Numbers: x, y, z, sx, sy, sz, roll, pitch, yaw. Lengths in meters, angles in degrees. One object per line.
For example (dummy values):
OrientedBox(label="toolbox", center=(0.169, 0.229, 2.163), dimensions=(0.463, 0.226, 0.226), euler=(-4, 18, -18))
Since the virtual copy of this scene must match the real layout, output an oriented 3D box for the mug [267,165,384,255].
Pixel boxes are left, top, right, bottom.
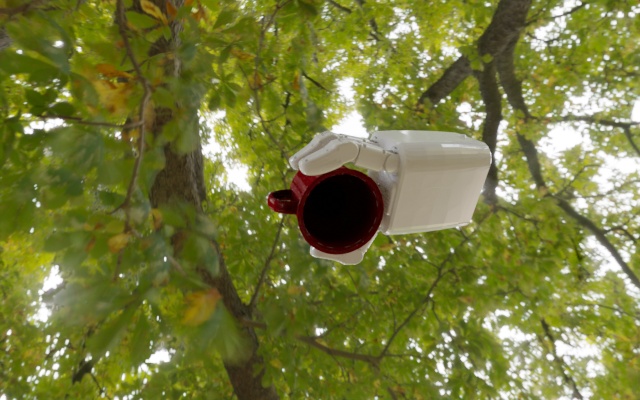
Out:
OrientedBox(label="mug", center=(-0.001, 0.002, 0.523), dimensions=(0.117, 0.093, 0.081), euler=(-2, 17, -15))
